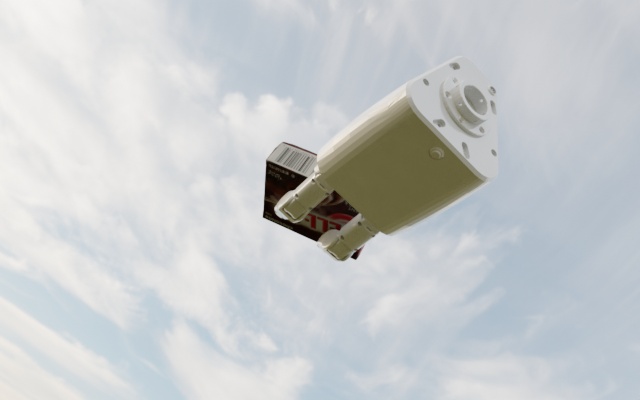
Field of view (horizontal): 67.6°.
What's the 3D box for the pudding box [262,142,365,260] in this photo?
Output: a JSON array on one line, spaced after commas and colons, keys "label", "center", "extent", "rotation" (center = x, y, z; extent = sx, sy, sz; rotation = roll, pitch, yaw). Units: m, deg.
[{"label": "pudding box", "center": [0.000, 0.001, 0.474], "extent": [0.113, 0.090, 0.039], "rotation": [25, 50, 11]}]
